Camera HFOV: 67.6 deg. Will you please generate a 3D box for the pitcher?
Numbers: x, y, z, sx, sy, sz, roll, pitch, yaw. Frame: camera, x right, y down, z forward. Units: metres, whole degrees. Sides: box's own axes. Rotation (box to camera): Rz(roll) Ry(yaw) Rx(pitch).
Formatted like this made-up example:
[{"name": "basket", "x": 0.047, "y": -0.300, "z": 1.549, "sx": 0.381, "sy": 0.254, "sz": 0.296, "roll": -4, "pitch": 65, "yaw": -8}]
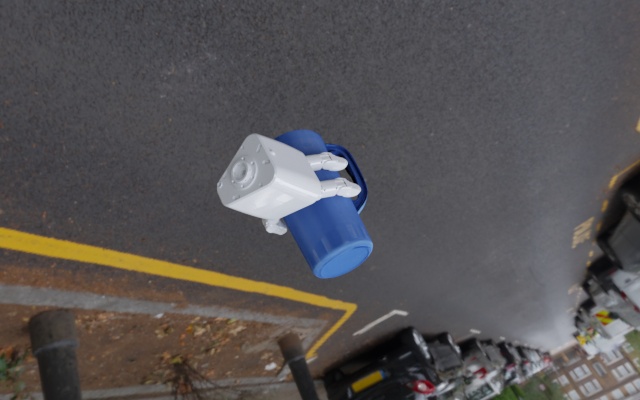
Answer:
[{"name": "pitcher", "x": 0.000, "y": 0.003, "z": 0.823, "sx": 0.149, "sy": 0.242, "sz": 0.145, "roll": -39, "pitch": -30, "yaw": 19}]
